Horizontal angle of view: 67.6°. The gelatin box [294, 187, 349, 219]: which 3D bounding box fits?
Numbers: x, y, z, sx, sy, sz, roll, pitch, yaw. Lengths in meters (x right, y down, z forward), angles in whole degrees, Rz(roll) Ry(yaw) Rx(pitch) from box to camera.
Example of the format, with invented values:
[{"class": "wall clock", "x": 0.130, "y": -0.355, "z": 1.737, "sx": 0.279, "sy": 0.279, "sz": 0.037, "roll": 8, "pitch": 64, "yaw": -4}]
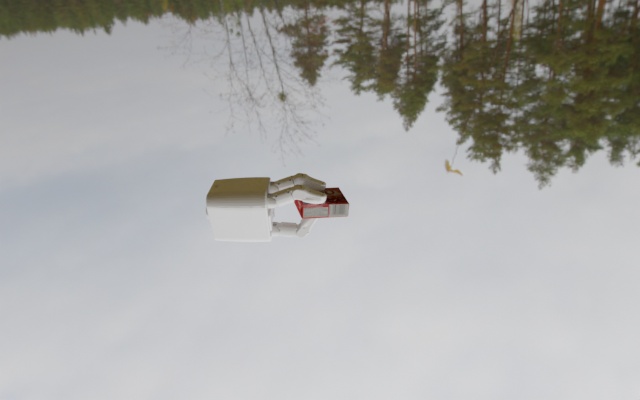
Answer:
[{"class": "gelatin box", "x": 0.000, "y": 0.003, "z": 0.868, "sx": 0.089, "sy": 0.030, "sz": 0.073, "roll": -2, "pitch": 25, "yaw": -13}]
